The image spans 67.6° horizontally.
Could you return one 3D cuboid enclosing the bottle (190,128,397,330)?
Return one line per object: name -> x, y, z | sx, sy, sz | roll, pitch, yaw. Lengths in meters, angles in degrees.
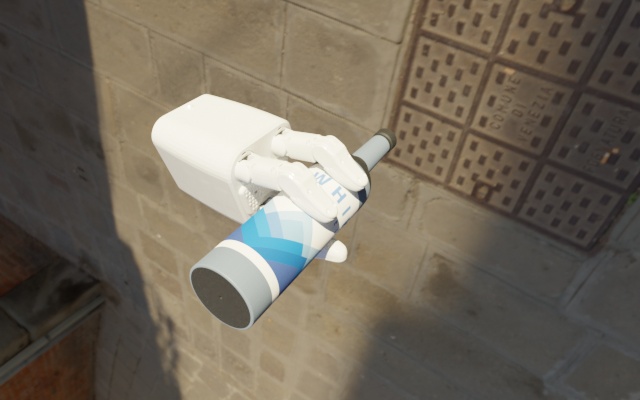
bottle -> 0.000, 0.002, 0.474 | 0.069, 0.069, 0.295 | 0, 31, 39
